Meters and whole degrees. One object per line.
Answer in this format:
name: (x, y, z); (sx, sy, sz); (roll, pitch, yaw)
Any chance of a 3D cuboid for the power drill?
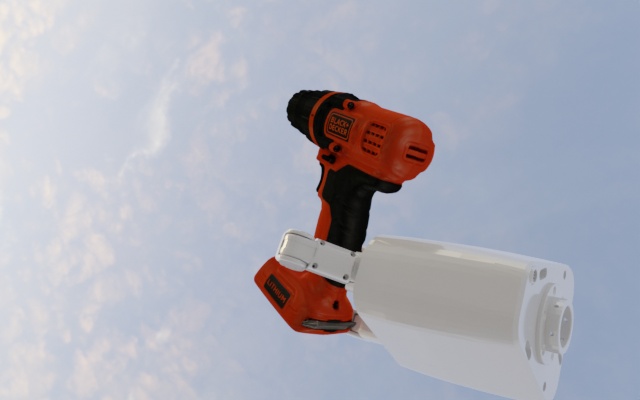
power drill: (0.000, 0.002, 0.407); (0.057, 0.188, 0.184); (10, 14, -31)
